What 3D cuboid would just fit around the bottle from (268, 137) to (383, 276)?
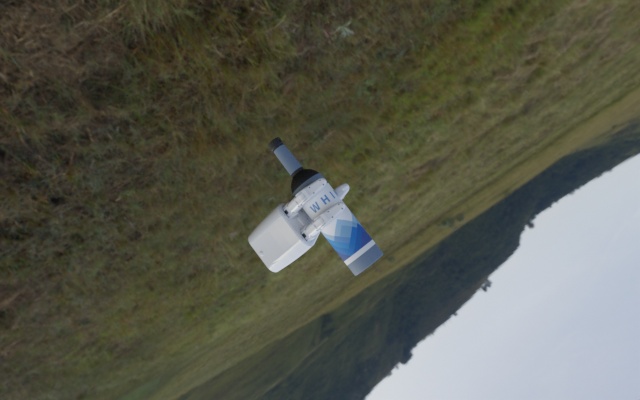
[{"bbox_3d":[0.000,0.003,0.894,0.069,0.295,0.069,-37,-6,-5],"label":"bottle"}]
